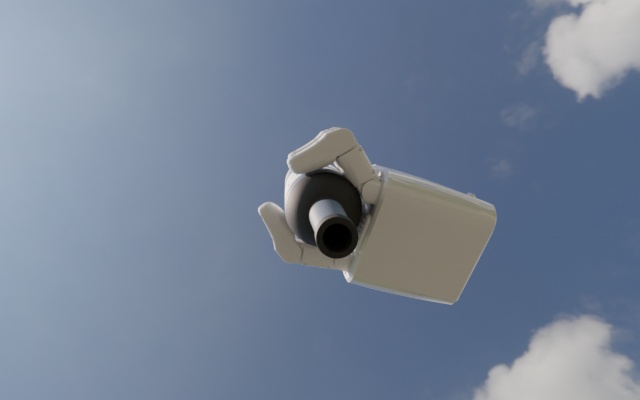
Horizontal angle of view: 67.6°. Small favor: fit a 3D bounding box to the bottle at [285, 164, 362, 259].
[{"bbox_3d":[0.000,0.001,0.445,0.069,0.069,0.295,0,9,-4],"label":"bottle"}]
